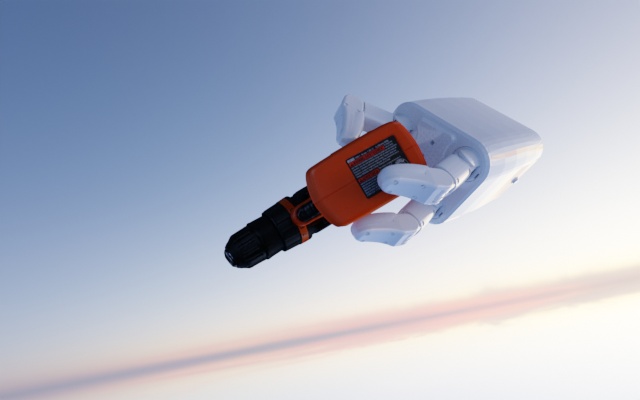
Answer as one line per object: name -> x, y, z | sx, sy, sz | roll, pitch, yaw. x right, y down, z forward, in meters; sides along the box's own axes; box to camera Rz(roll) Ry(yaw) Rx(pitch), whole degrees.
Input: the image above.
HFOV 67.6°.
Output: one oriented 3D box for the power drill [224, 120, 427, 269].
power drill -> 0.000, 0.001, 0.448 | 0.184, 0.057, 0.188 | -32, 1, -21
